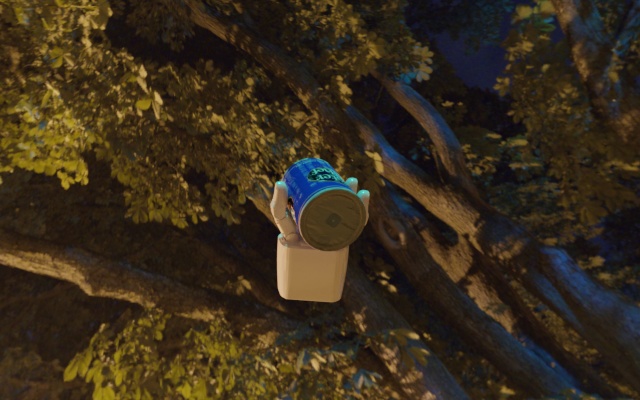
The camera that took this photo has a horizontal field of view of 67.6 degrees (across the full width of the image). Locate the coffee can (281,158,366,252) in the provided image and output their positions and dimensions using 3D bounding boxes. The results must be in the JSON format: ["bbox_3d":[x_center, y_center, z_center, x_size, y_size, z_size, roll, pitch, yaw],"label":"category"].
[{"bbox_3d":[0.000,0.002,0.757,0.103,0.103,0.140,0,24,-18],"label":"coffee can"}]
